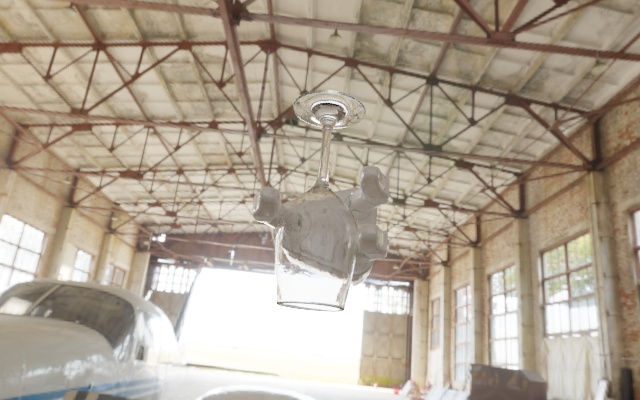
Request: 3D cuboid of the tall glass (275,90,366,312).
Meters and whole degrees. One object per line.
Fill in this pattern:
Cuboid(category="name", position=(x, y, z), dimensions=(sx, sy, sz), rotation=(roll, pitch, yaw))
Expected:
Cuboid(category="tall glass", position=(0.000, 0.001, 0.456), dimensions=(0.079, 0.201, 0.079), rotation=(5, -18, 2))
